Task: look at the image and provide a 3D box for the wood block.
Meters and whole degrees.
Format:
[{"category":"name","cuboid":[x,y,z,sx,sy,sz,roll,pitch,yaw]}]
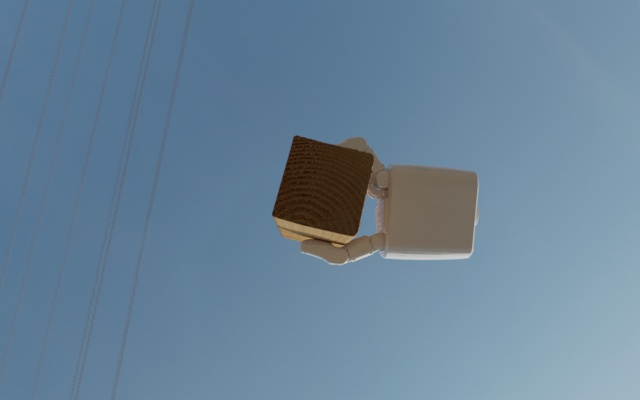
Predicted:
[{"category":"wood block","cuboid":[0.000,0.002,0.584,0.090,0.091,0.206,14,-10,1]}]
